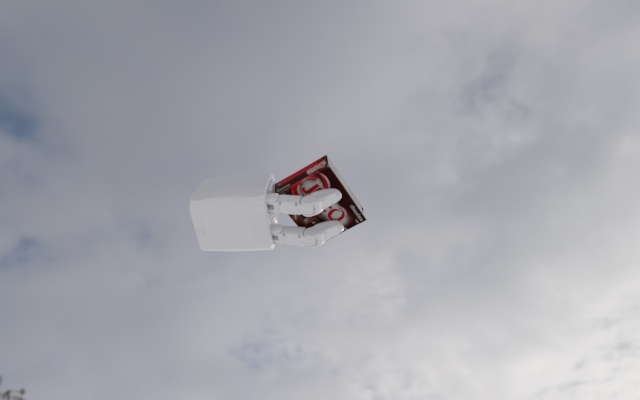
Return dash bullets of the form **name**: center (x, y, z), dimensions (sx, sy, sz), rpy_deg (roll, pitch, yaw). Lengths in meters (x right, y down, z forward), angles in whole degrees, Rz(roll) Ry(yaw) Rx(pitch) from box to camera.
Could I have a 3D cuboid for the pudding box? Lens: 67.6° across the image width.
- **pudding box**: center (0.000, 0.002, 0.689), dimensions (0.090, 0.113, 0.039), rpy_deg (-28, 33, 15)
